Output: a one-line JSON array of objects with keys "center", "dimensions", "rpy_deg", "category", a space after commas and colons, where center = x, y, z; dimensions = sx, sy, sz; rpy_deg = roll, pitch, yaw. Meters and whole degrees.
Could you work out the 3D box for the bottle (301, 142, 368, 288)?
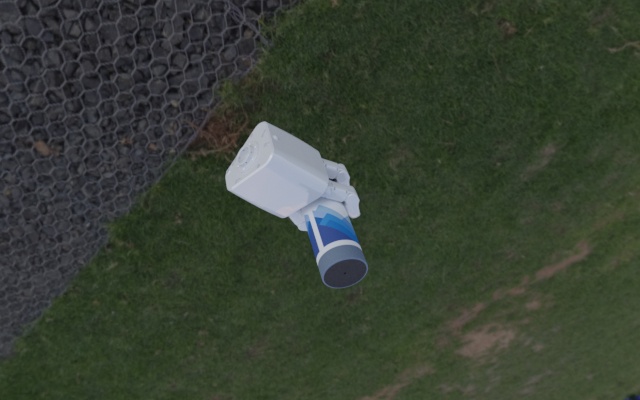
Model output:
[{"center": [0.000, 0.003, 0.764], "dimensions": [0.069, 0.069, 0.295], "rpy_deg": [0, 42, -18], "category": "bottle"}]
